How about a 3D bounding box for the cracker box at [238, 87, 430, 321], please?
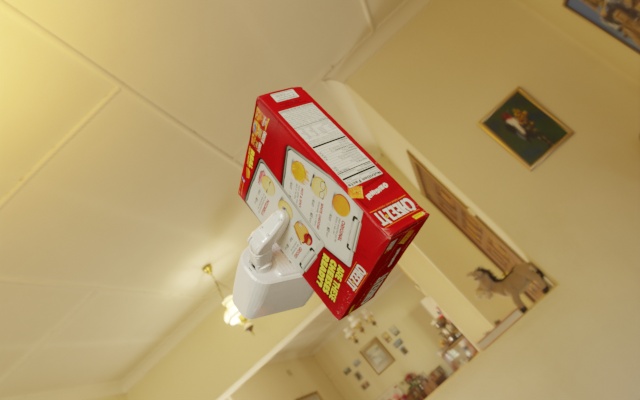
[{"bbox_3d":[0.000,0.002,0.541,0.072,0.213,0.164,-25,-28,-35],"label":"cracker box"}]
